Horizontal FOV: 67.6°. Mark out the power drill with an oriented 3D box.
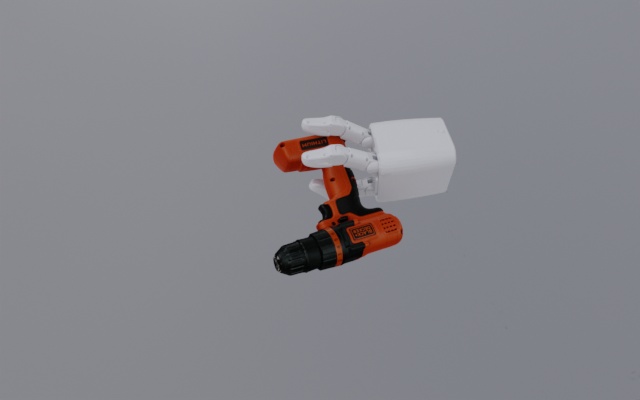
[{"bbox_3d":[0.000,0.002,0.655,0.184,0.187,0.057,-13,-23,-24],"label":"power drill"}]
